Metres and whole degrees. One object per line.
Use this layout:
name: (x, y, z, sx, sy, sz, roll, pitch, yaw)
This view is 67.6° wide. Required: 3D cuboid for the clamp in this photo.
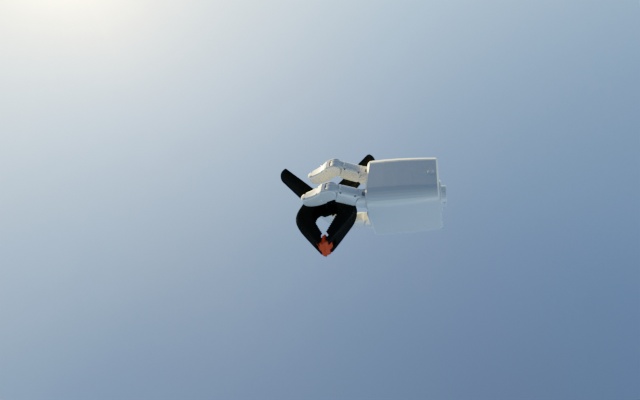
clamp: (0.000, 0.003, 0.755, 0.164, 0.036, 0.209, -5, 41, 15)
